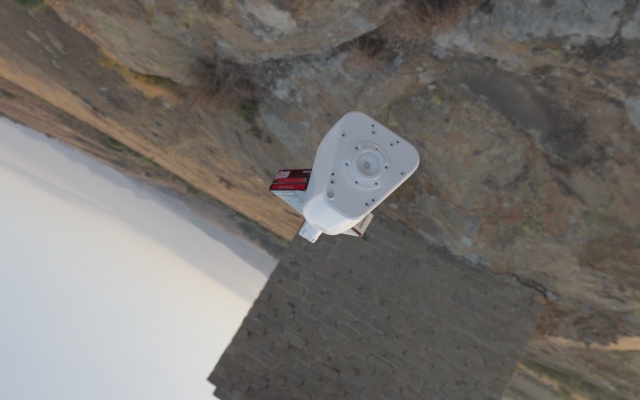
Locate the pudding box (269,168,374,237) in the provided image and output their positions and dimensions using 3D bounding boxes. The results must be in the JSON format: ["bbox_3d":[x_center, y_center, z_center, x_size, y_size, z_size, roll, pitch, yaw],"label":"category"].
[{"bbox_3d":[0.000,0.002,0.631,0.113,0.039,0.090,41,-21,-31],"label":"pudding box"}]
